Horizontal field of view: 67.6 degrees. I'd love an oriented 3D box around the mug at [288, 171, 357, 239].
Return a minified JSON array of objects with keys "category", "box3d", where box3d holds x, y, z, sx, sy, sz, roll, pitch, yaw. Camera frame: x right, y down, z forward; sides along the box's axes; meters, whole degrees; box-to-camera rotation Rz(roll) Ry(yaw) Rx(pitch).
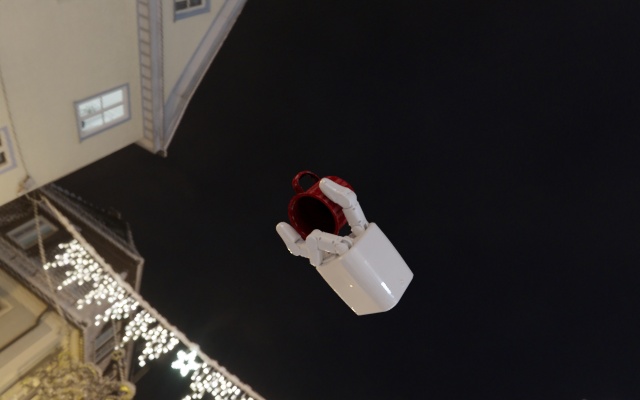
[{"category":"mug","box3d":[-0.001,0.001,0.779,0.093,0.117,0.081,-36,4,43]}]
